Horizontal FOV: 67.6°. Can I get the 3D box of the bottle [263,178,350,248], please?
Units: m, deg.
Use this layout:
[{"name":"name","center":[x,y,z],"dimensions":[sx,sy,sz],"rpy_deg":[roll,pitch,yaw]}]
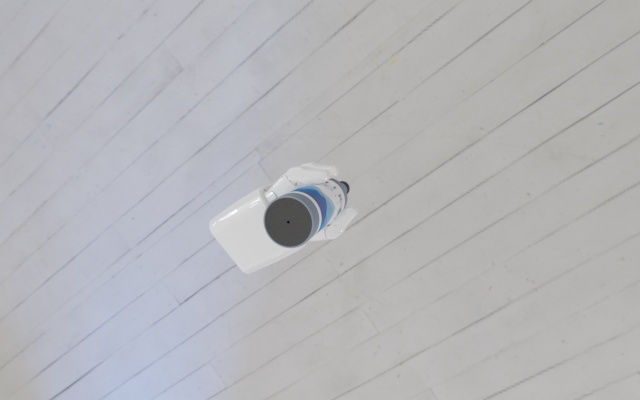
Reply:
[{"name":"bottle","center":[0.000,0.002,0.723],"dimensions":[0.069,0.069,0.295],"rpy_deg":[0,10,16]}]
